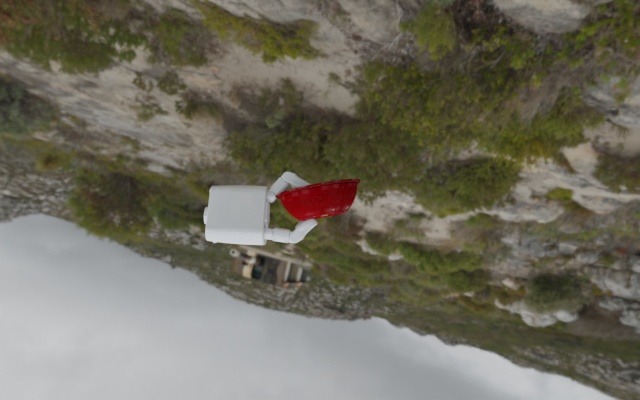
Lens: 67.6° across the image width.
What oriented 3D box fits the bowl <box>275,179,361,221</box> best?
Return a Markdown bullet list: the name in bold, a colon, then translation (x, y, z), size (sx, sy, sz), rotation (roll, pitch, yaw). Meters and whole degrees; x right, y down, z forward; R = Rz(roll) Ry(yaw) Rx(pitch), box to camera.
- **bowl**: translation (0.002, 0.003, 0.887), size (0.162, 0.055, 0.162), rotation (-11, -4, -1)
